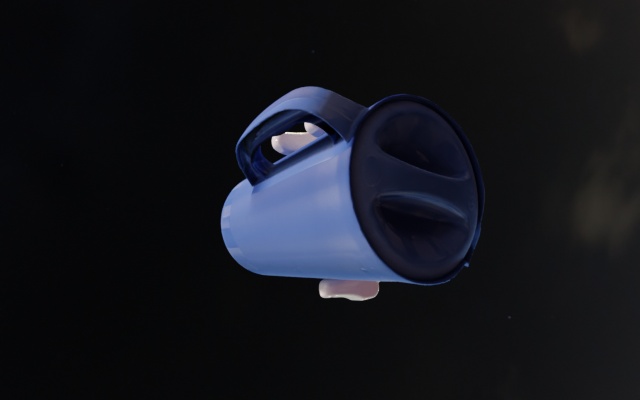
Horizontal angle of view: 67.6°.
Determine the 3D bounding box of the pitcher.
[{"bbox_3d":[0.000,0.001,0.417,0.145,0.149,0.243,-9,-3,-36],"label":"pitcher"}]
